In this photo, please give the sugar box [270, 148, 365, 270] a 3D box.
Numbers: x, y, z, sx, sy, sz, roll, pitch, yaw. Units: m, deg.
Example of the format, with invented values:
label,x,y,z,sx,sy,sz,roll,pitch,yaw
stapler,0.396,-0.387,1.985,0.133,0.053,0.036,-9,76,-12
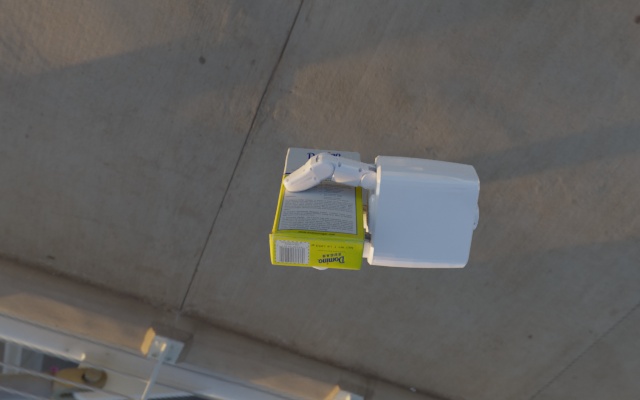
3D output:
label,x,y,z,sx,sy,sz,roll,pitch,yaw
sugar box,0.000,0.002,0.539,0.093,0.048,0.176,4,32,1
